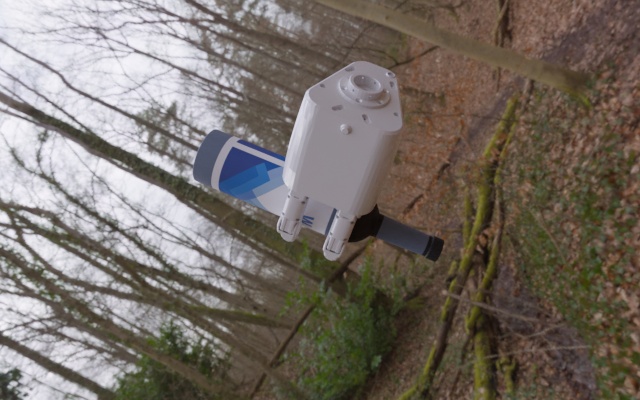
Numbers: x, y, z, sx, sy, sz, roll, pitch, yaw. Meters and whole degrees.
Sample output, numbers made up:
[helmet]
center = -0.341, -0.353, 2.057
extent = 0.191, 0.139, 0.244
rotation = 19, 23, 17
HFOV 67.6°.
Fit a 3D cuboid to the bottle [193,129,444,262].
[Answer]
[bottle]
center = 0.000, 0.002, 0.556
extent = 0.295, 0.069, 0.069
rotation = 22, 2, 4
